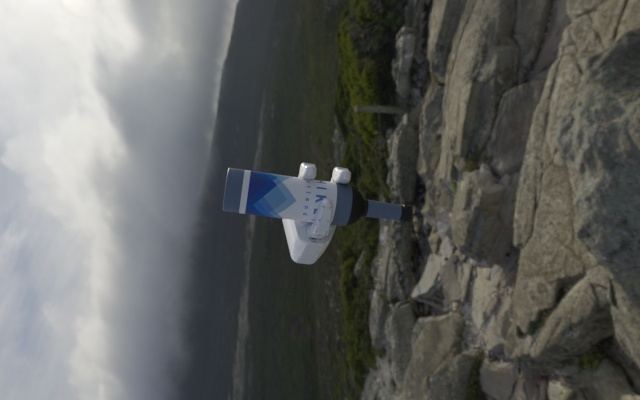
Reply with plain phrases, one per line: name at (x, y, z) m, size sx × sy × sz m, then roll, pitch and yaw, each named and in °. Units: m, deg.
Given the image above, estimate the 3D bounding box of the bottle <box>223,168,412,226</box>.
bottle at (0.000, 0.002, 0.749) m, size 0.296 × 0.069 × 0.069 m, roll 8°, pitch -1°, yaw -9°
